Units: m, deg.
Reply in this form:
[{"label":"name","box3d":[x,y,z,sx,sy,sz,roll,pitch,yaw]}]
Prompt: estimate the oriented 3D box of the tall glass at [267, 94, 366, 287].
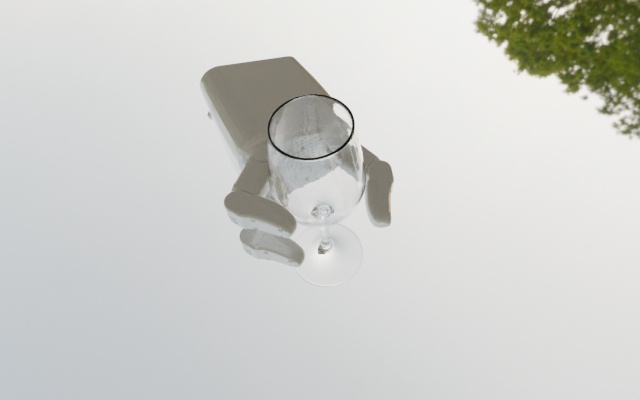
[{"label":"tall glass","box3d":[0.000,0.002,0.416,0.079,0.079,0.201,0,-33,5]}]
